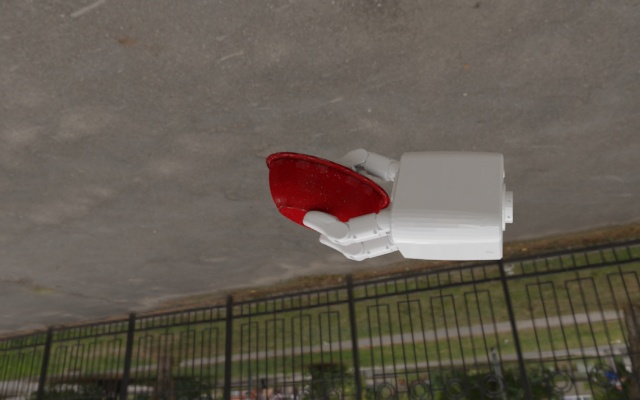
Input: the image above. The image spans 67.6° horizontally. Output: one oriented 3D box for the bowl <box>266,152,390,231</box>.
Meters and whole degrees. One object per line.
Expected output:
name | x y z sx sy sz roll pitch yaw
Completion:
bowl | -0.001 0.002 0.583 0.162 0.055 0.162 19 -14 5
